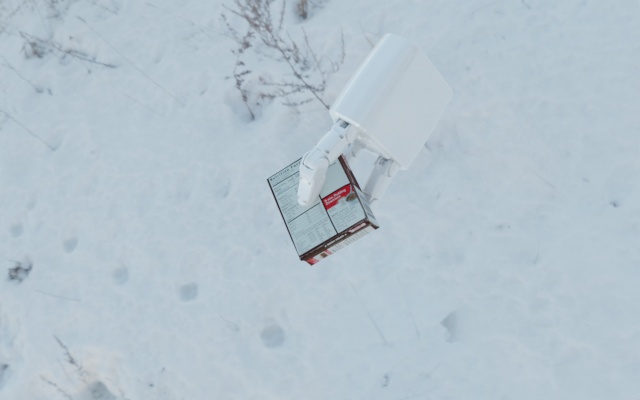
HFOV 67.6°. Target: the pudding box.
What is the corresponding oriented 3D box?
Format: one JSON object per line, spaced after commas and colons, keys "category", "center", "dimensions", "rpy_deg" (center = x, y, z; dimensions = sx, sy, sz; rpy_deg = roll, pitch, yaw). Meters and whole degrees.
{"category": "pudding box", "center": [0.000, 0.002, 0.533], "dimensions": [0.090, 0.113, 0.039], "rpy_deg": [-31, -30, 13]}
